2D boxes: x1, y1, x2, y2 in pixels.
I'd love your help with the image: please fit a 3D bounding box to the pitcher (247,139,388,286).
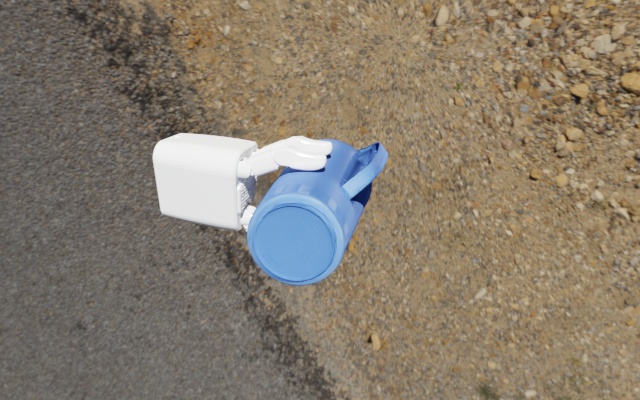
[{"bbox_3d":[0.000,0.002,0.610,0.145,0.149,0.242,12,20,6],"label":"pitcher"}]
